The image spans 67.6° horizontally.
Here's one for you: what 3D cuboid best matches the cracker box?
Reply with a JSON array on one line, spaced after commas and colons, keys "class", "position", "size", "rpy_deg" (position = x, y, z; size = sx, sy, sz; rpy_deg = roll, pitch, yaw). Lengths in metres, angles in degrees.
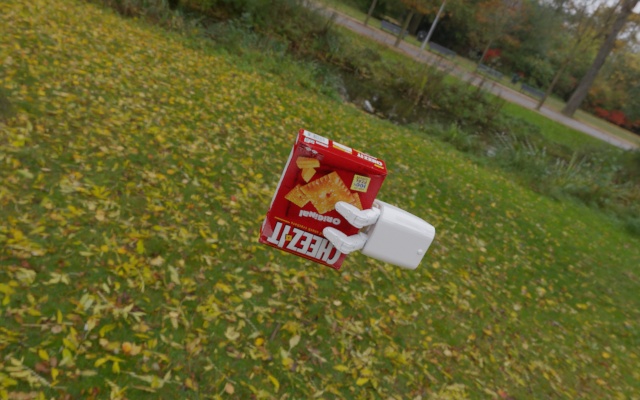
[{"class": "cracker box", "position": [0.000, 0.003, 0.856], "size": [0.164, 0.214, 0.072], "rpy_deg": [21, 23, -8]}]
